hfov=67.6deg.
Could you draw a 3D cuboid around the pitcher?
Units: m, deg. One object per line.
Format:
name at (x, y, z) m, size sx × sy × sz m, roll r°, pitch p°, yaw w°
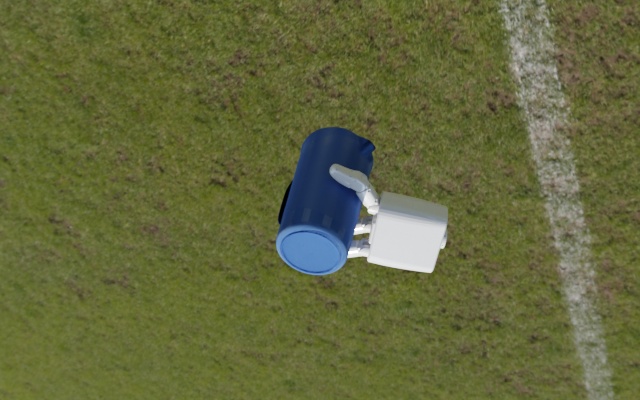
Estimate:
pitcher at (0.000, 0.003, 0.783) m, size 0.145 × 0.149 × 0.242 m, roll 13°, pitch 43°, yaw 3°
